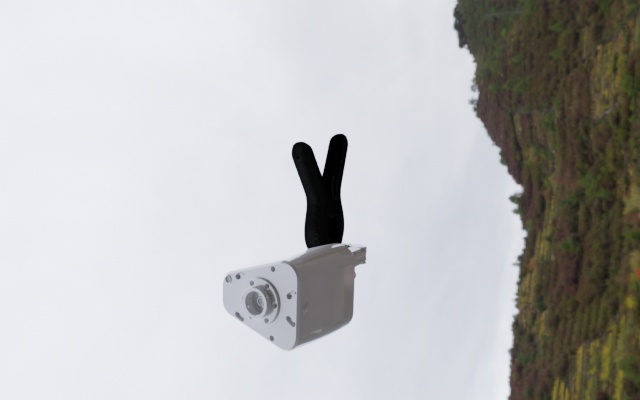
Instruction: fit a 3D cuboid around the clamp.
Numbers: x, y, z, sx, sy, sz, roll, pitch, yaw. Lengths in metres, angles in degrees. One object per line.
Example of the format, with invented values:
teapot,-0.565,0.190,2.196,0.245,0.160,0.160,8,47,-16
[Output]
clamp,0.000,0.002,0.577,0.039,0.171,0.120,2,4,32
